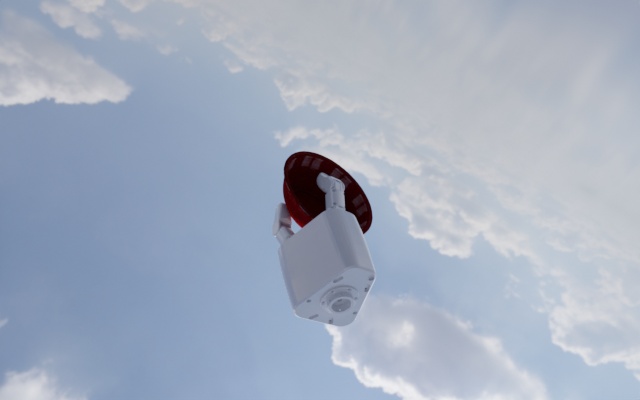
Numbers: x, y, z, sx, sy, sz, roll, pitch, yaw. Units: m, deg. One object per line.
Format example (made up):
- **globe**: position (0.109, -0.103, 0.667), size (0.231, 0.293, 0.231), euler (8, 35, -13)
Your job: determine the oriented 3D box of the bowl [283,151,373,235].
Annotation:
- **bowl**: position (0.000, 0.002, 0.727), size (0.162, 0.162, 0.055), euler (0, -37, -45)
